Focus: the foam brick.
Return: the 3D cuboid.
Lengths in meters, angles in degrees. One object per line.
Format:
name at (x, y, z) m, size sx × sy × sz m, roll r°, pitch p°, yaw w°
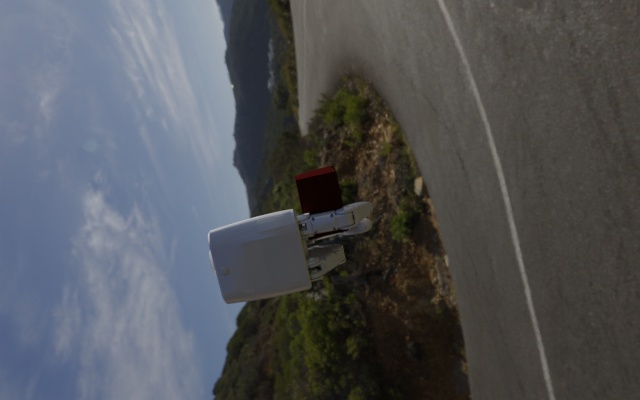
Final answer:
foam brick at (0.000, 0.002, 0.596) m, size 0.051 × 0.078 × 0.053 m, roll -12°, pitch 10°, yaw -2°
